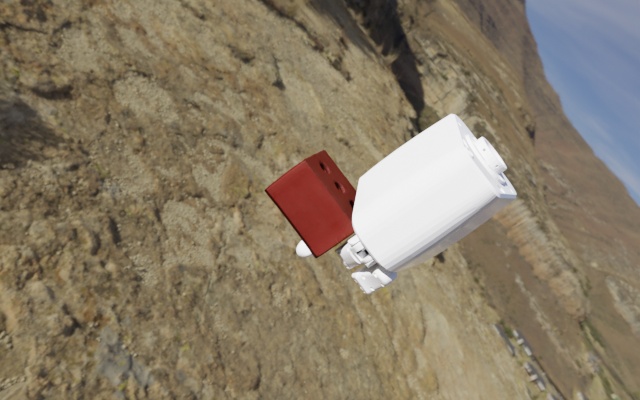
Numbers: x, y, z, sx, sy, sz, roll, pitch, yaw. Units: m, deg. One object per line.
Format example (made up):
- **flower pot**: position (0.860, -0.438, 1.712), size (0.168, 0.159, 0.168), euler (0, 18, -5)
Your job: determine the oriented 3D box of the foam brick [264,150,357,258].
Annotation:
- **foam brick**: position (0.000, 0.001, 0.433), size (0.051, 0.078, 0.053), euler (-38, -1, 27)
